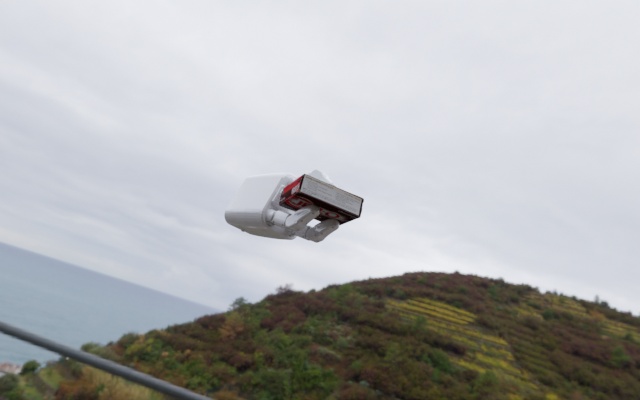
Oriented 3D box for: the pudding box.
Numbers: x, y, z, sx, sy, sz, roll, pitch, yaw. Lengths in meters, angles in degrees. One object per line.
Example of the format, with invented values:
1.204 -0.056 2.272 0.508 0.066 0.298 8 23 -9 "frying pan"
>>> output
0.000 0.002 0.777 0.113 0.039 0.090 20 -20 -19 "pudding box"
